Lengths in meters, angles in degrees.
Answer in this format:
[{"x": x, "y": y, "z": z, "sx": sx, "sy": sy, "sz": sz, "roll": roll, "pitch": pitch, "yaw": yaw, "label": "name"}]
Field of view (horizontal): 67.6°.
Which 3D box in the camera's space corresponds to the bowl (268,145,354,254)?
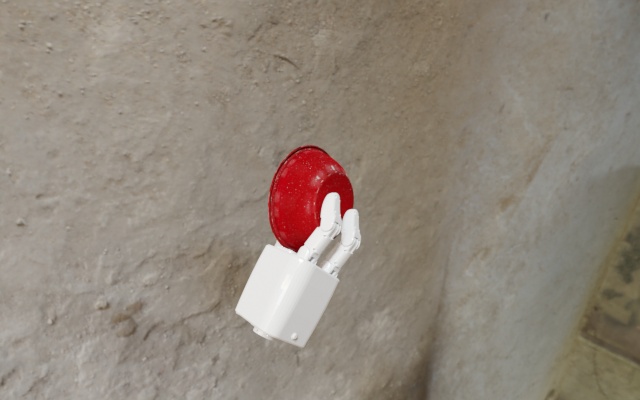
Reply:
[{"x": 0.001, "y": 0.001, "z": 0.689, "sx": 0.055, "sy": 0.162, "sz": 0.162, "roll": 9, "pitch": 5, "yaw": 39, "label": "bowl"}]
